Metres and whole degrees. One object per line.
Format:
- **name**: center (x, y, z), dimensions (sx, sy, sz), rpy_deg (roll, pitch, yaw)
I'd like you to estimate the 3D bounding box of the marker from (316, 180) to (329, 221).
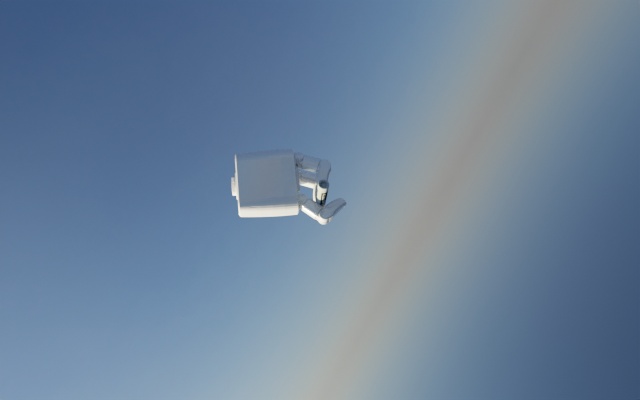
- **marker**: center (0.000, 0.003, 0.849), dimensions (0.020, 0.020, 0.121), rpy_deg (0, -30, -6)
